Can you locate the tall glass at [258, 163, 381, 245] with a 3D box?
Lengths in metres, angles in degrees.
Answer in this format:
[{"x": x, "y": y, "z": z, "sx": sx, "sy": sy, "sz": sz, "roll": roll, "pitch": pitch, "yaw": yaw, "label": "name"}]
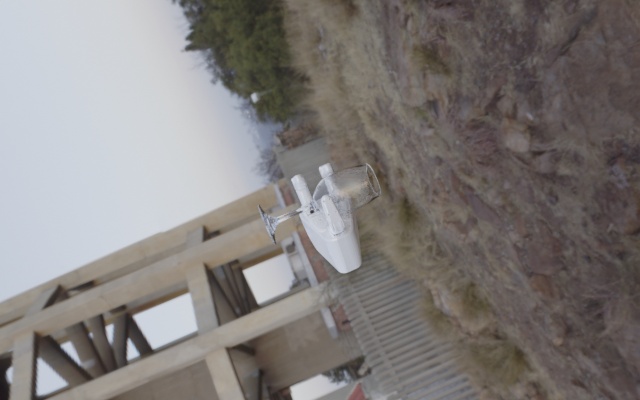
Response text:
[{"x": -0.001, "y": 0.003, "z": 0.817, "sx": 0.201, "sy": 0.079, "sz": 0.079, "roll": -23, "pitch": 1, "yaw": -3, "label": "tall glass"}]
